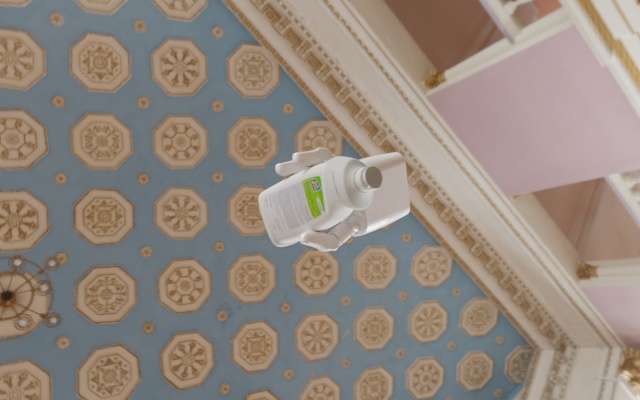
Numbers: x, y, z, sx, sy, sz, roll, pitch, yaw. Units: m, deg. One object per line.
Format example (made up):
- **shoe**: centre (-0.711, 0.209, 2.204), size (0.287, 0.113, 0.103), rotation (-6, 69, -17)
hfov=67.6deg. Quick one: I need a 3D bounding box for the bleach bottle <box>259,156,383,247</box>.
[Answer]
- **bleach bottle**: centre (0.000, 0.002, 0.685), size (0.068, 0.102, 0.251), rotation (-21, 2, -35)
